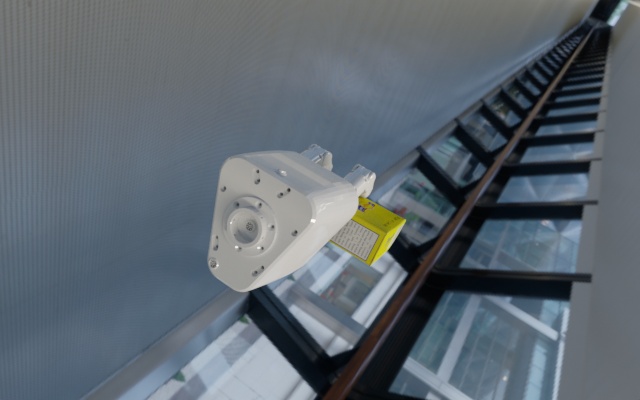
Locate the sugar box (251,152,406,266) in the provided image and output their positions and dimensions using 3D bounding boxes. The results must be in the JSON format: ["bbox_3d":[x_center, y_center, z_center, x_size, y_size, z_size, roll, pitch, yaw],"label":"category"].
[{"bbox_3d":[0.000,0.001,0.527,0.176,0.048,0.093,32,16,15],"label":"sugar box"}]
